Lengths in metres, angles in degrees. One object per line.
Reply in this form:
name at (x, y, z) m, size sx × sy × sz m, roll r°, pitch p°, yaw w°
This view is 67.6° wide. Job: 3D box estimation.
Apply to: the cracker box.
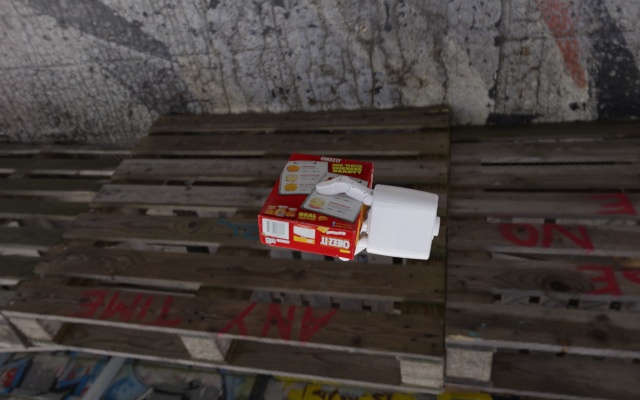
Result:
cracker box at (0.000, 0.003, 0.860) m, size 0.164 × 0.072 × 0.213 m, roll 8°, pitch 36°, yaw 10°
